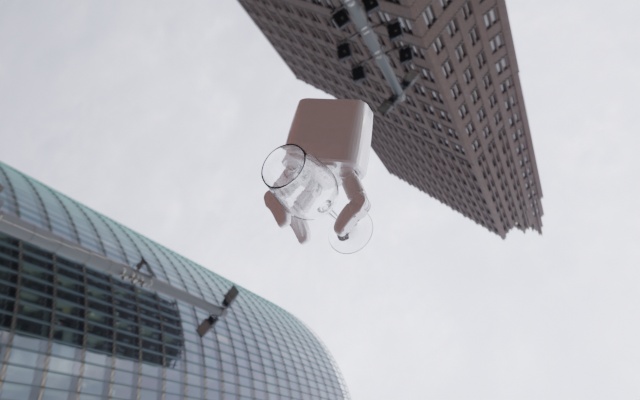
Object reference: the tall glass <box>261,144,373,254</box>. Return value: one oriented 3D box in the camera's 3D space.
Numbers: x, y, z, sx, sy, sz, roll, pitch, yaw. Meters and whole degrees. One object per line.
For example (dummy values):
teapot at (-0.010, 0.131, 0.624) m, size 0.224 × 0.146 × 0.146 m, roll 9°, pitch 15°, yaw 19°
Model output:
tall glass at (0.000, 0.003, 0.644) m, size 0.079 × 0.079 × 0.201 m, roll 0°, pitch -26°, yaw 30°
